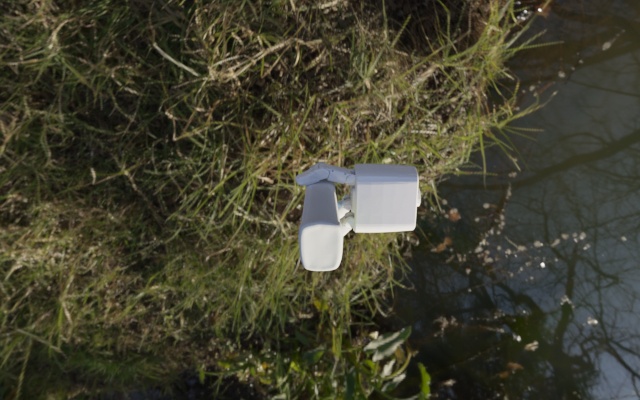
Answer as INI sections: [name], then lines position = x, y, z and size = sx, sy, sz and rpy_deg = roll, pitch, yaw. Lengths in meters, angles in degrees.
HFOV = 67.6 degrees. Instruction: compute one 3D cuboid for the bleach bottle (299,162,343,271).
[bleach bottle]
position = 0.000, 0.003, 0.827
size = 0.068, 0.103, 0.250
rpy_deg = 0, 35, 0
